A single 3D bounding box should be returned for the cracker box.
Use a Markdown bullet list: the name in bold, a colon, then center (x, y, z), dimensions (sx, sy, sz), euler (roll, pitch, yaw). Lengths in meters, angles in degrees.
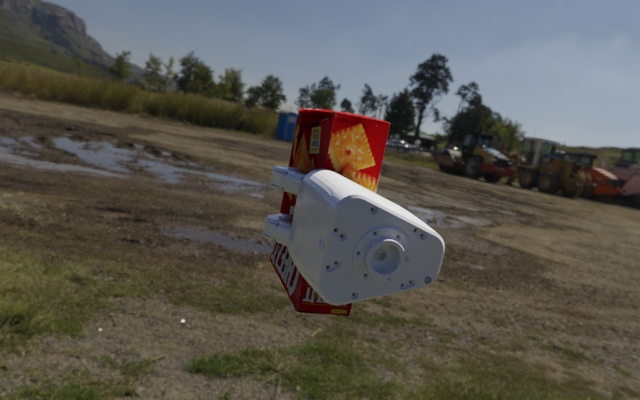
- **cracker box**: center (0.000, 0.002, 0.564), dimensions (0.072, 0.214, 0.164), euler (9, 10, -17)
